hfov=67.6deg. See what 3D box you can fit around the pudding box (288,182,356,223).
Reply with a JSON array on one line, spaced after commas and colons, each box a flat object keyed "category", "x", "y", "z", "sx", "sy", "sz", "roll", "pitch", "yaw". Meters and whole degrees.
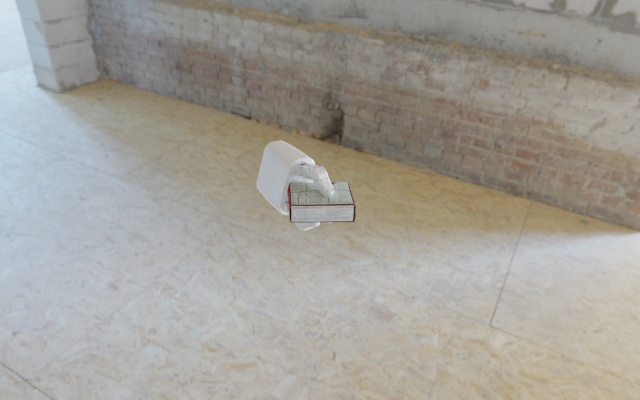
[{"category": "pudding box", "x": 0.000, "y": 0.003, "z": 0.832, "sx": 0.113, "sy": 0.039, "sz": 0.090, "roll": -2, "pitch": 28, "yaw": -4}]
